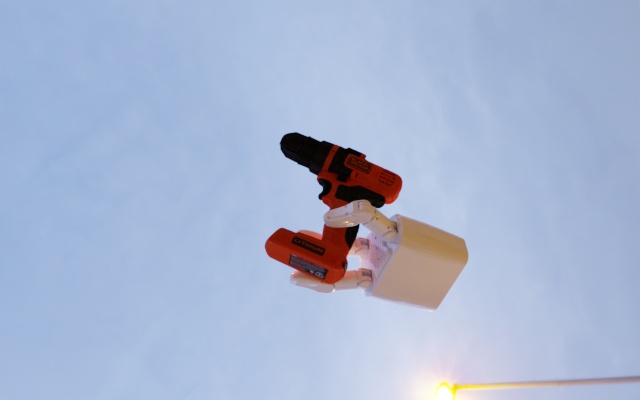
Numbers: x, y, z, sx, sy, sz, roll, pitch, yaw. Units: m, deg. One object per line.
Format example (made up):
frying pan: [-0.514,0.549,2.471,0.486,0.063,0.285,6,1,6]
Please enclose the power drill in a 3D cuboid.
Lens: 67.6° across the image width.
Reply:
power drill: [0.000,0.003,0.638,0.184,0.187,0.057,23,-30,8]
